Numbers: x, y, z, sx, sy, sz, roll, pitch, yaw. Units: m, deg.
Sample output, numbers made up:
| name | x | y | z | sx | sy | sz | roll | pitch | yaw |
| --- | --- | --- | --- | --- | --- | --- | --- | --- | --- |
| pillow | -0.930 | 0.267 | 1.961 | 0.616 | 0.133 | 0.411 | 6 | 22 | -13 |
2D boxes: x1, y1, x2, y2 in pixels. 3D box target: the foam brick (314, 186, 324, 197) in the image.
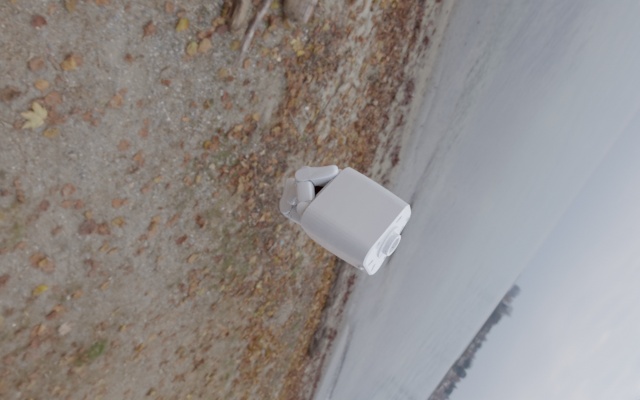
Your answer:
| name | x | y | z | sx | sy | sz | roll | pitch | yaw |
| --- | --- | --- | --- | --- | --- | --- | --- | --- | --- |
| foam brick | 0.000 | 0.002 | 0.730 | 0.051 | 0.053 | 0.078 | 29 | -11 | 22 |
